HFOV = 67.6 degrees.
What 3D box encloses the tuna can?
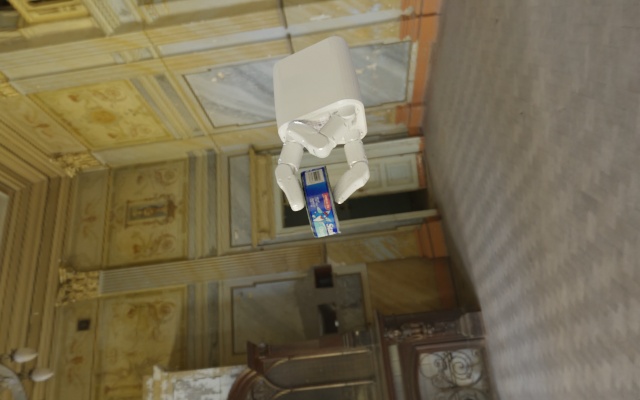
[{"bbox_3d":[0.000,0.002,0.593,0.034,0.086,0.086,-13,0,2],"label":"tuna can"}]
